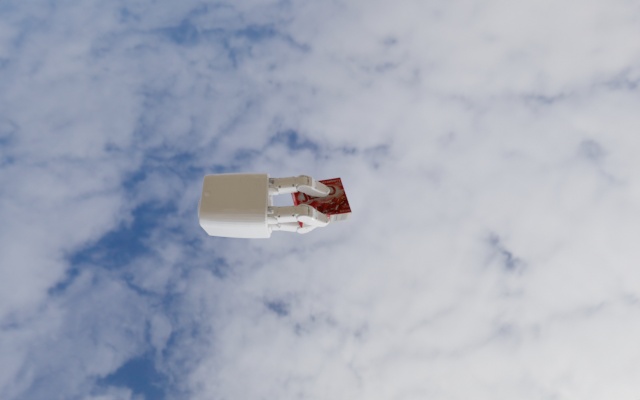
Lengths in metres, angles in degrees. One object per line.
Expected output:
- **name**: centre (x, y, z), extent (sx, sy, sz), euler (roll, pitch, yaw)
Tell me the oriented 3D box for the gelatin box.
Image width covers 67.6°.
- **gelatin box**: centre (0.000, 0.003, 0.804), extent (0.089, 0.073, 0.030), euler (-9, -32, -13)
